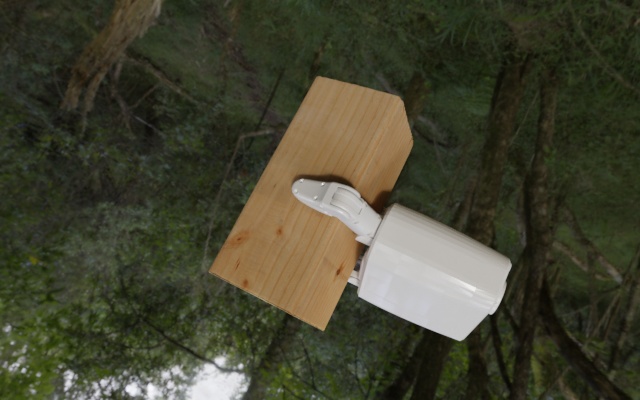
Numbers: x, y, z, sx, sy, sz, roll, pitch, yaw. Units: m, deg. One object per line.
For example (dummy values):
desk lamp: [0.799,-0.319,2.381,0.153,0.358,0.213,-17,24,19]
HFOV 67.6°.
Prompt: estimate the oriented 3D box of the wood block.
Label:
wood block: [0.000,0.002,0.445,0.090,0.206,0.091,21,-15,25]
